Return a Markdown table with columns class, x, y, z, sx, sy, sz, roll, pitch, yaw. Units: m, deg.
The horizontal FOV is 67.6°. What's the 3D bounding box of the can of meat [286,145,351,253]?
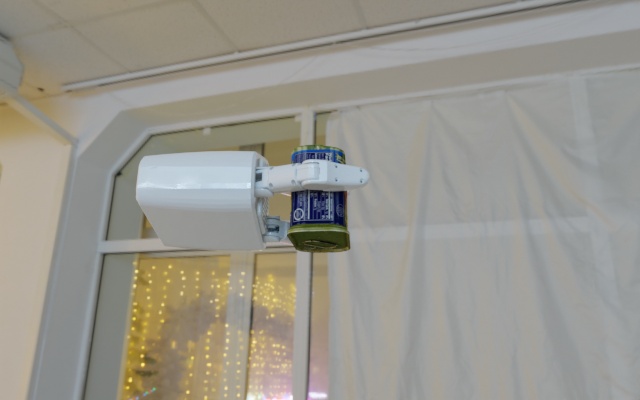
| class | x | y | z | sx | sy | sz | roll | pitch | yaw |
| --- | --- | --- | --- | --- | --- | --- | --- | --- | --- |
| can of meat | 0.000 | 0.001 | 0.474 | 0.057 | 0.084 | 0.102 | -1 | -17 | 4 |
